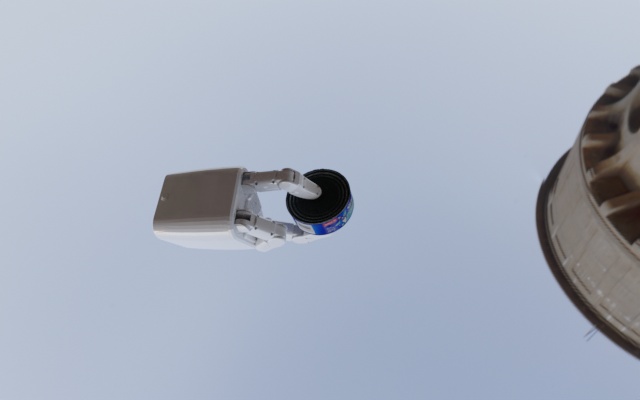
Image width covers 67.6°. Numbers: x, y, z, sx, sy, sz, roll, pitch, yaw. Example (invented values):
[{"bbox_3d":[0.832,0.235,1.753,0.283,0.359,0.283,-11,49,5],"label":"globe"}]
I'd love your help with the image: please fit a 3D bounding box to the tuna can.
[{"bbox_3d":[0.000,0.002,0.623,0.086,0.086,0.034,0,-34,17],"label":"tuna can"}]
